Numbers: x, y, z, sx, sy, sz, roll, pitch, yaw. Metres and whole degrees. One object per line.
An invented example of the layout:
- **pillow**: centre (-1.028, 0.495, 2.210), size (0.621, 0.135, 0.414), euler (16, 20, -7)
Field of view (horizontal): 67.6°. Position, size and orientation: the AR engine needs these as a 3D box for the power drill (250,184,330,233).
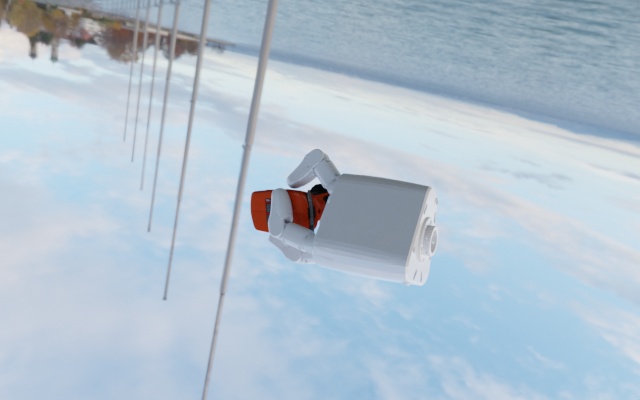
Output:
- **power drill**: centre (0.000, 0.002, 0.657), size (0.187, 0.057, 0.184), euler (-12, 8, -43)
